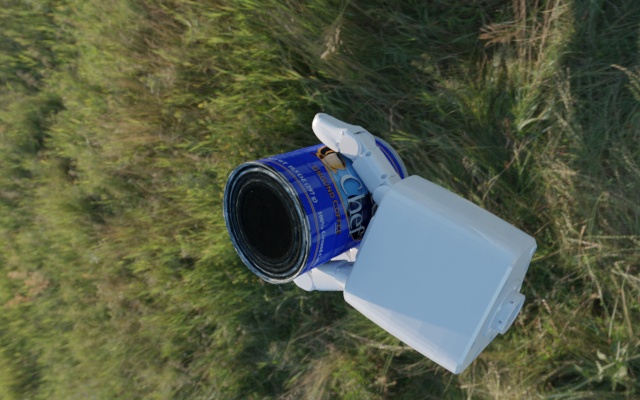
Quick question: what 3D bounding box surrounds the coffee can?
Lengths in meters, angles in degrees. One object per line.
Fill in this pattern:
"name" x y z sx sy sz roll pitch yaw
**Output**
"coffee can" 0.000 0.001 0.430 0.103 0.103 0.140 0 15 44
